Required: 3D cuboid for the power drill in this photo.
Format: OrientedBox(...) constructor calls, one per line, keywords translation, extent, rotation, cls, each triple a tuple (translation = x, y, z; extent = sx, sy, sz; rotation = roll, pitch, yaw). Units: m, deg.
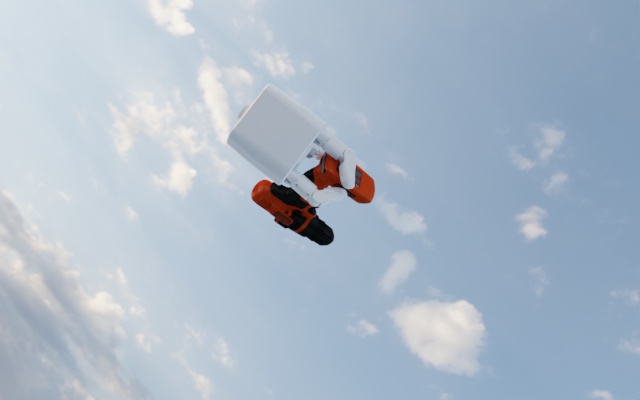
OrientedBox(translation=(0.000, 0.002, 0.814), extent=(0.184, 0.057, 0.188), rotation=(35, -45, -28), cls="power drill")
